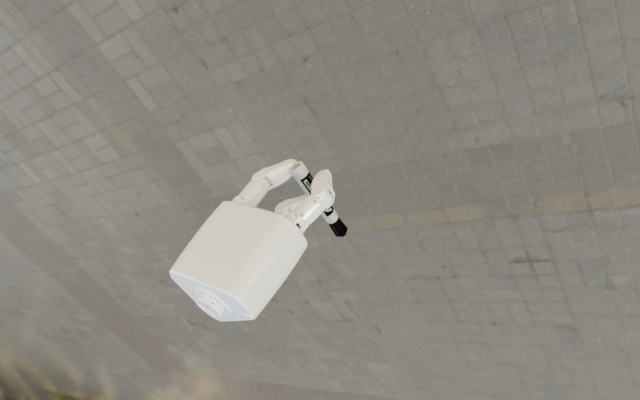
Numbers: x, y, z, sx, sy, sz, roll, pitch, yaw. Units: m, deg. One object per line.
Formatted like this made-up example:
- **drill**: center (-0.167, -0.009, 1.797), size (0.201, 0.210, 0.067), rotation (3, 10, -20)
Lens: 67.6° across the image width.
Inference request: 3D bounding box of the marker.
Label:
- **marker**: center (0.000, 0.002, 0.598), size (0.020, 0.121, 0.020), rotation (-25, 31, 16)
